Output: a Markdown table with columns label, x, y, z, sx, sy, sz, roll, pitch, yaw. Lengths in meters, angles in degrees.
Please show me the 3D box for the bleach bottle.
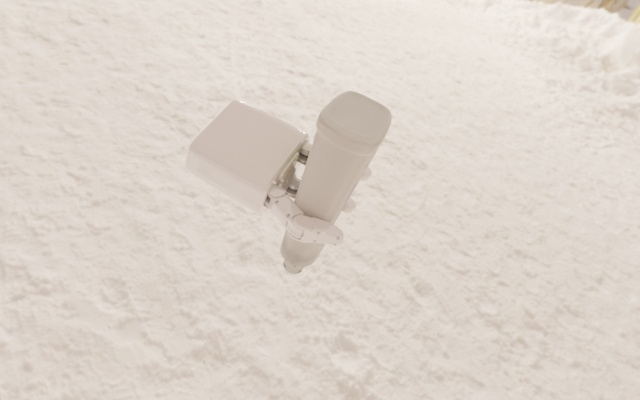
| label | x | y | z | sx | sy | sz | roll | pitch | yaw |
| --- | --- | --- | --- | --- | --- | --- | --- | --- | --- |
| bleach bottle | 0.000 | 0.002 | 0.561 | 0.068 | 0.251 | 0.102 | 28 | 38 | 5 |
